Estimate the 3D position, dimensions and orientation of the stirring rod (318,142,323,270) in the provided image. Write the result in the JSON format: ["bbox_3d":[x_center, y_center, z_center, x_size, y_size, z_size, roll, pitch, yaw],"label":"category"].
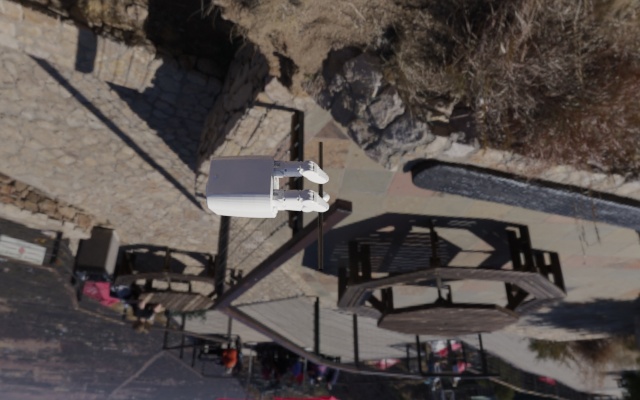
[{"bbox_3d":[0.000,0.003,0.815,0.011,0.239,0.011,0,-27,0],"label":"stirring rod"}]
